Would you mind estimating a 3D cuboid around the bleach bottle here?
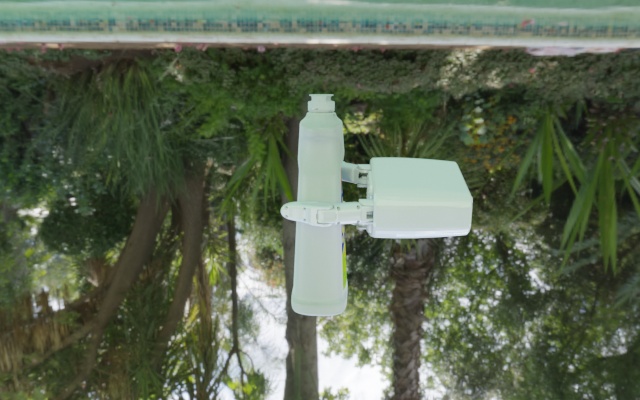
[{"bbox_3d":[0.000,0.002,0.572,0.068,0.251,0.102,1,14,3],"label":"bleach bottle"}]
